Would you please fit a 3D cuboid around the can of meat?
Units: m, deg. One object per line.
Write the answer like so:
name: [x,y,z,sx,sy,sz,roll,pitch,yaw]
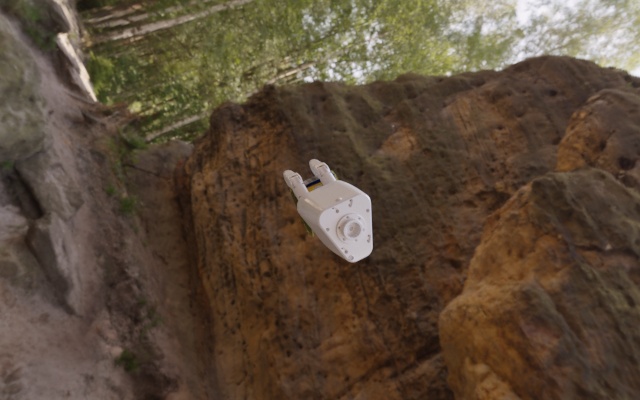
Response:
can of meat: [0.000,0.003,0.891,0.084,0.102,0.057,-24,15,-12]
